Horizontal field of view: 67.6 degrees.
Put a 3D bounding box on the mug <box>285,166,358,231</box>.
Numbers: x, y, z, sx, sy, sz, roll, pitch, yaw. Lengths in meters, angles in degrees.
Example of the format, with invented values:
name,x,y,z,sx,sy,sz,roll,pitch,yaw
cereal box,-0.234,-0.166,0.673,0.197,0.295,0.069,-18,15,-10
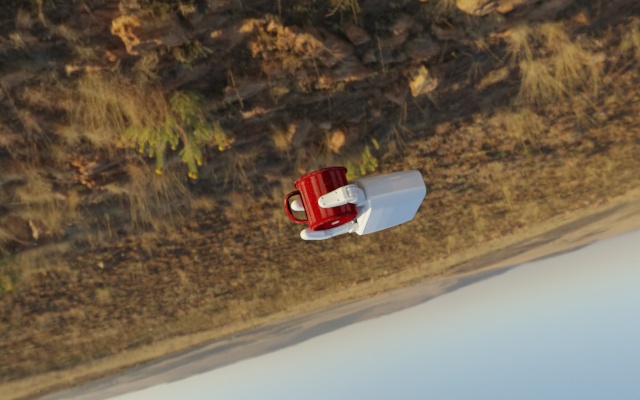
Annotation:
name,x,y,z,sx,sy,sz,roll,pitch,yaw
mug,-0.001,0.003,0.776,0.117,0.081,0.093,-14,-14,-15
